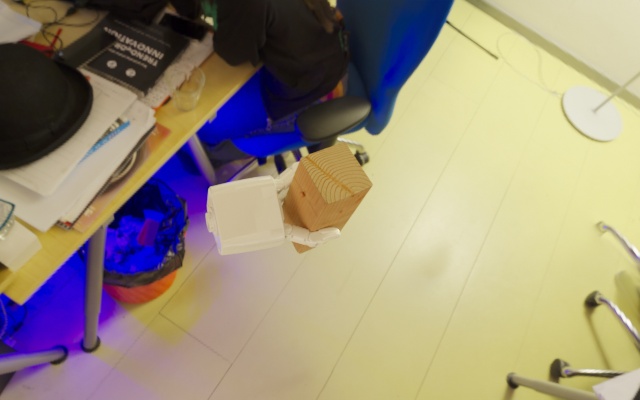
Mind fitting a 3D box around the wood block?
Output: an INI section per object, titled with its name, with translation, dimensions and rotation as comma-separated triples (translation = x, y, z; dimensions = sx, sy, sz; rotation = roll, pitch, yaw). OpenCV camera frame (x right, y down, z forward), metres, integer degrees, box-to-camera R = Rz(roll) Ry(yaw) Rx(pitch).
[wood block]
translation = 0.000, 0.003, 0.830
dimensions = 0.090, 0.090, 0.206
rotation = -22, -19, -25
